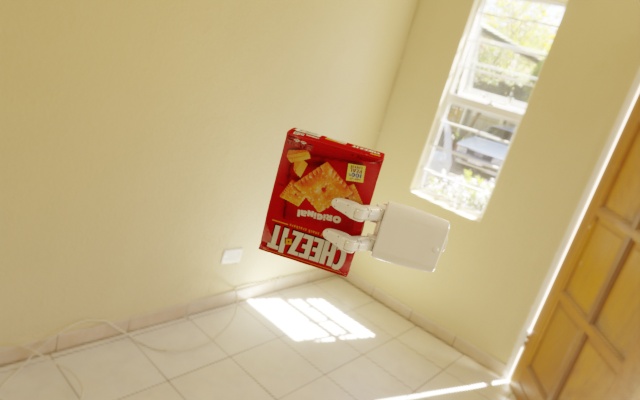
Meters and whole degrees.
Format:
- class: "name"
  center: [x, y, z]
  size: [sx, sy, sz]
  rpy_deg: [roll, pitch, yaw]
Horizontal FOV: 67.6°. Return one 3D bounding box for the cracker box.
- class: "cracker box"
  center: [0.000, 0.002, 0.807]
  size: [0.164, 0.214, 0.072]
  rpy_deg: [17, 16, 5]
